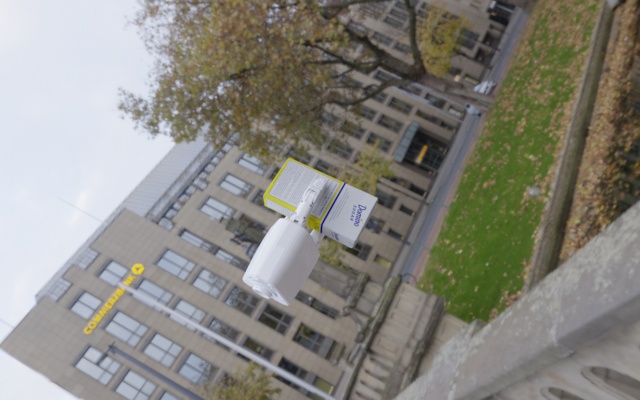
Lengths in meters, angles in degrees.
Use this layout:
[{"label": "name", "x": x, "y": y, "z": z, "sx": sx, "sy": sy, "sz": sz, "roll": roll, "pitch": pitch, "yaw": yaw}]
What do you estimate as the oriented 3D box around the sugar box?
[{"label": "sugar box", "x": 0.000, "y": 0.003, "z": 0.828, "sx": 0.176, "sy": 0.093, "sz": 0.048, "roll": 27, "pitch": -24, "yaw": 8}]
